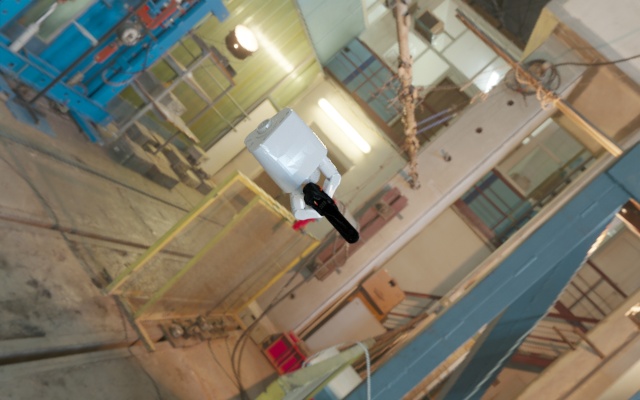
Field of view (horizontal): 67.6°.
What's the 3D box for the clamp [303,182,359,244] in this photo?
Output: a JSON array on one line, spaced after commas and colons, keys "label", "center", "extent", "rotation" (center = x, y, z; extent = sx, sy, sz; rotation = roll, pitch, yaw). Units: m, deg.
[{"label": "clamp", "center": [0.001, 0.002, 0.832], "extent": [0.120, 0.039, 0.171], "rotation": [49, 0, -29]}]
